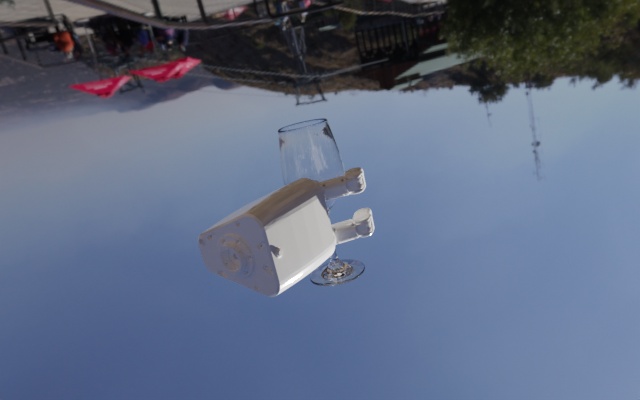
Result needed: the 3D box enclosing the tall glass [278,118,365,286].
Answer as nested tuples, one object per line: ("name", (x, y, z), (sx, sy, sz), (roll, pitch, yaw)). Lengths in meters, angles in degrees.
("tall glass", (0.000, 0.003, 0.602), (0.079, 0.201, 0.079), (-12, 15, 3))
